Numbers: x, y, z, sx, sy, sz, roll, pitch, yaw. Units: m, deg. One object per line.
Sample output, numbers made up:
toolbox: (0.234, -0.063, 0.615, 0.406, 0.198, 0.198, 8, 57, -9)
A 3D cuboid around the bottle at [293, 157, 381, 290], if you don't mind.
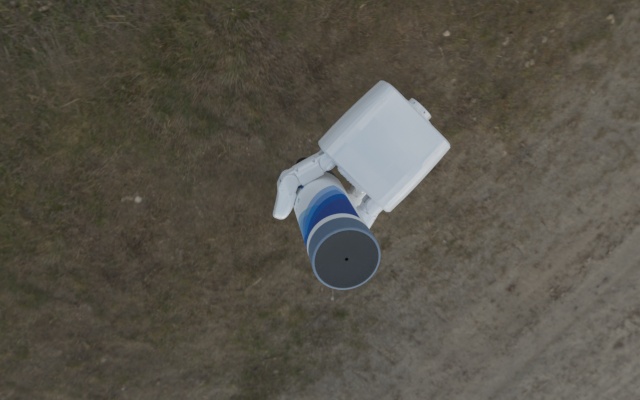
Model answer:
bottle: (0.000, 0.002, 0.583, 0.069, 0.069, 0.295, 0, 21, -10)
